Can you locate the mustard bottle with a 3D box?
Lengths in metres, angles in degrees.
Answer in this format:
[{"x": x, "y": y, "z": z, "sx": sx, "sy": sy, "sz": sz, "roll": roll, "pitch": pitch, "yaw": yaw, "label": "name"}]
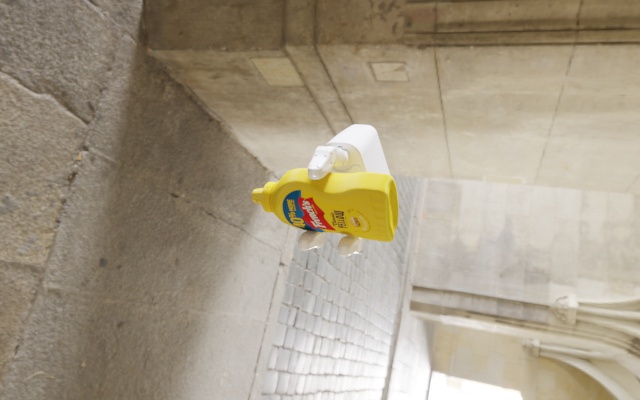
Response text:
[{"x": 0.000, "y": 0.002, "z": 0.613, "sx": 0.191, "sy": 0.058, "sz": 0.096, "roll": 6, "pitch": -39, "yaw": 20, "label": "mustard bottle"}]
